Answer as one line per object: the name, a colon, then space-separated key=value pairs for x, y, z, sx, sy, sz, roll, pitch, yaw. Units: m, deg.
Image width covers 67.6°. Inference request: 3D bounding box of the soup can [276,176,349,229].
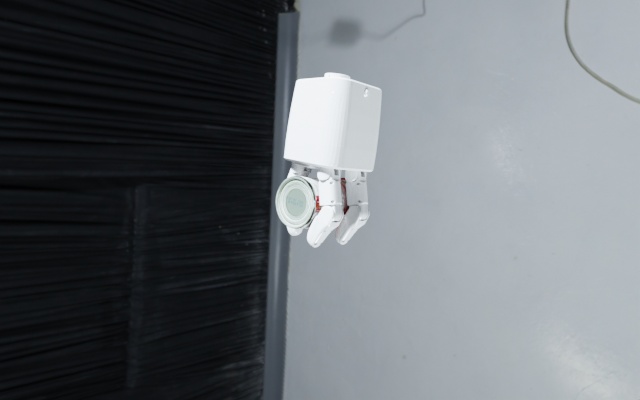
soup can: x=0.000 y=0.003 z=0.627 sx=0.068 sy=0.068 sz=0.102 roll=0 pitch=0 yaw=40
